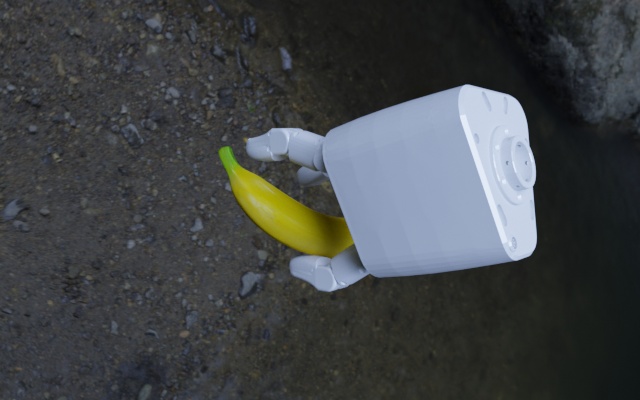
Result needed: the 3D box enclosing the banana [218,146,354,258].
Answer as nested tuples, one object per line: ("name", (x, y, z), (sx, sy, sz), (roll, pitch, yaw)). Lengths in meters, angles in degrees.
("banana", (-0.003, 0.017, 0.421), (0.198, 0.069, 0.037), (27, -36, -38))
